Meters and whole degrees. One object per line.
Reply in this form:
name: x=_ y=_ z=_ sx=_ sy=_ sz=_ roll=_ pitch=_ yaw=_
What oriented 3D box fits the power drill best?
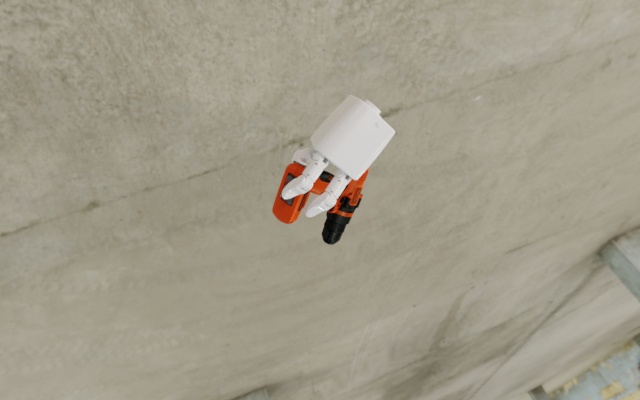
power drill: x=0.000 y=0.003 z=0.891 sx=0.057 sy=0.184 sz=0.187 roll=31 pitch=19 yaw=37
